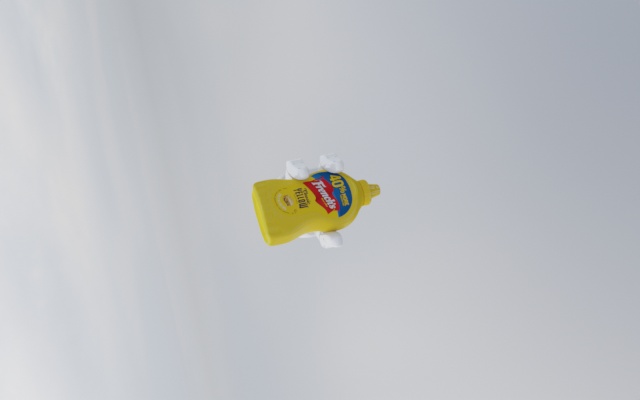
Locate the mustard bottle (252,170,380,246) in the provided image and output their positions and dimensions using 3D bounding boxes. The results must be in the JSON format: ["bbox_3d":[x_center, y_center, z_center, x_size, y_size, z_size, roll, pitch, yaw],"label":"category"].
[{"bbox_3d":[0.000,0.002,0.715,0.191,0.096,0.058,-12,-28,-17],"label":"mustard bottle"}]
